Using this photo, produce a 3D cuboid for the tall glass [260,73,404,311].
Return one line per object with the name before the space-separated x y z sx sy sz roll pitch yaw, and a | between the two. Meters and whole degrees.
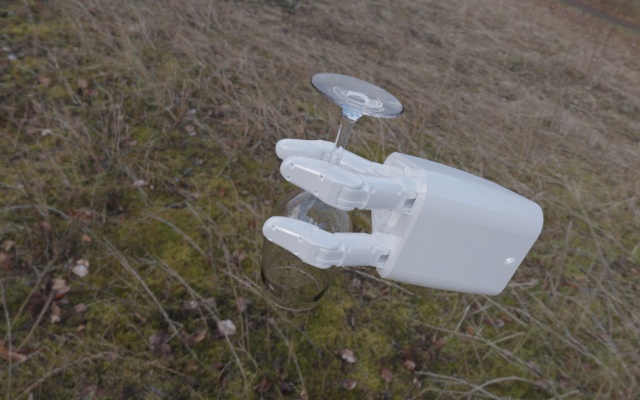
tall glass | 0.000 0.001 0.407 0.079 0.201 0.079 15 30 -9
